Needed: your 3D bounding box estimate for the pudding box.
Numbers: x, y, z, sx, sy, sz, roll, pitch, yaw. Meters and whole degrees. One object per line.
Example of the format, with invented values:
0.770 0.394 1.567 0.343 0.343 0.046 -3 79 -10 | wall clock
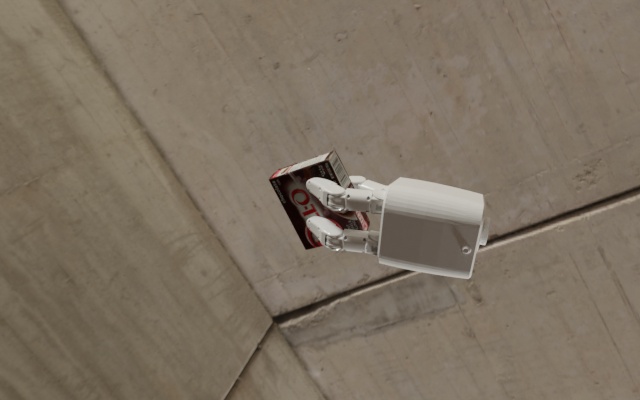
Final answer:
0.000 0.002 0.608 0.090 0.113 0.039 -17 19 28 | pudding box
